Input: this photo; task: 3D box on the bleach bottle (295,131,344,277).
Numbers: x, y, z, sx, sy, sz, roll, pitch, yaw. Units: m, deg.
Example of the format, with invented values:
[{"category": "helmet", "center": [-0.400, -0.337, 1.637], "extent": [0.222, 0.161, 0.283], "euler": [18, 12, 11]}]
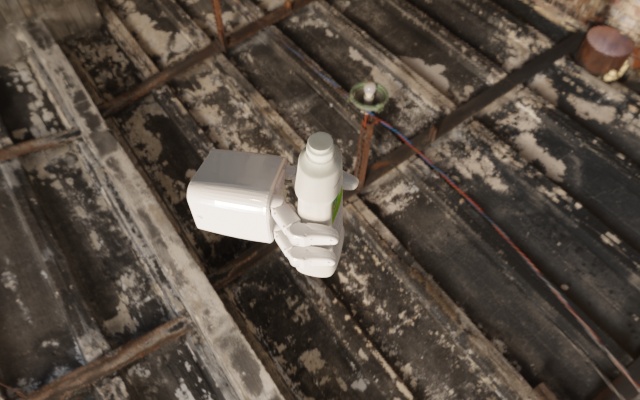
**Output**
[{"category": "bleach bottle", "center": [0.000, 0.002, 0.624], "extent": [0.068, 0.102, 0.251], "euler": [9, -35, 6]}]
